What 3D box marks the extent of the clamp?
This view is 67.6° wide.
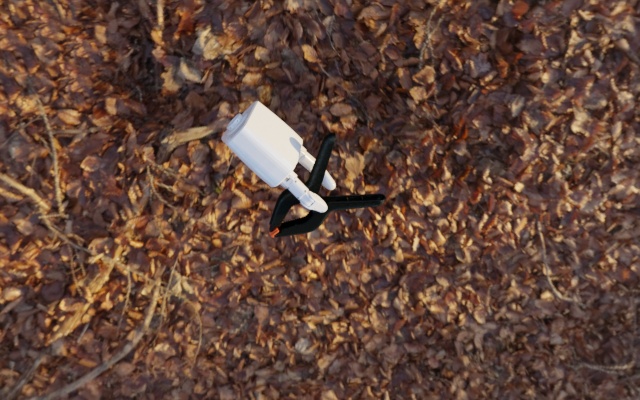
[{"bbox_3d":[0.000,0.003,0.838,0.164,0.210,0.036,42,16,-23],"label":"clamp"}]
